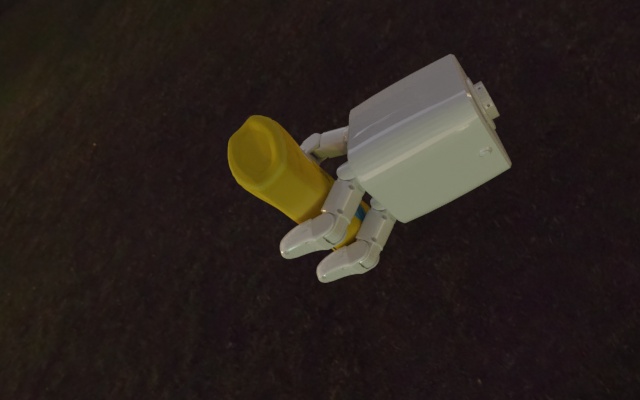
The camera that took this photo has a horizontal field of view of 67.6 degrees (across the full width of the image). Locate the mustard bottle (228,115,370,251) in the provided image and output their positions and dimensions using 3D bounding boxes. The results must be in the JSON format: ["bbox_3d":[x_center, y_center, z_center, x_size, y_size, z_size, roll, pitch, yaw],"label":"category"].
[{"bbox_3d":[0.000,0.002,0.456,0.192,0.058,0.096,39,8,-42],"label":"mustard bottle"}]
